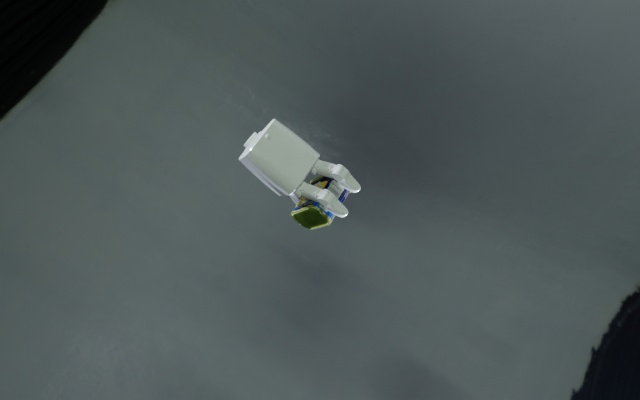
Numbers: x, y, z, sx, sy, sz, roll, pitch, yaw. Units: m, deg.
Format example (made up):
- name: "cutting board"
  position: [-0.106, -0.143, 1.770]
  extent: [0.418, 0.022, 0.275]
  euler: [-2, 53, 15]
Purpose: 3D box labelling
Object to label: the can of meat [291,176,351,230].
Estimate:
- name: "can of meat"
  position: [0.000, 0.003, 0.884]
  extent: [0.057, 0.084, 0.102]
  euler: [42, -28, -16]
